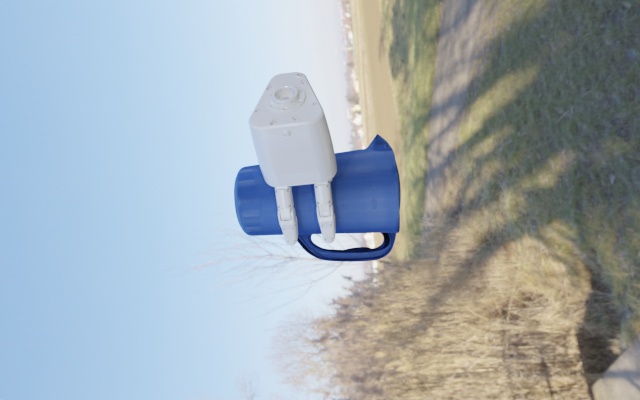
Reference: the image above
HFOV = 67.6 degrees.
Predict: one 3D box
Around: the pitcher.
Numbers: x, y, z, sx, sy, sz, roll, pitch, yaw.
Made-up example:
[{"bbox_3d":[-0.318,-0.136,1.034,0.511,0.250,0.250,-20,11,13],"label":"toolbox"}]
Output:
[{"bbox_3d":[0.000,0.002,0.727,0.243,0.149,0.145,-5,-38,6],"label":"pitcher"}]
